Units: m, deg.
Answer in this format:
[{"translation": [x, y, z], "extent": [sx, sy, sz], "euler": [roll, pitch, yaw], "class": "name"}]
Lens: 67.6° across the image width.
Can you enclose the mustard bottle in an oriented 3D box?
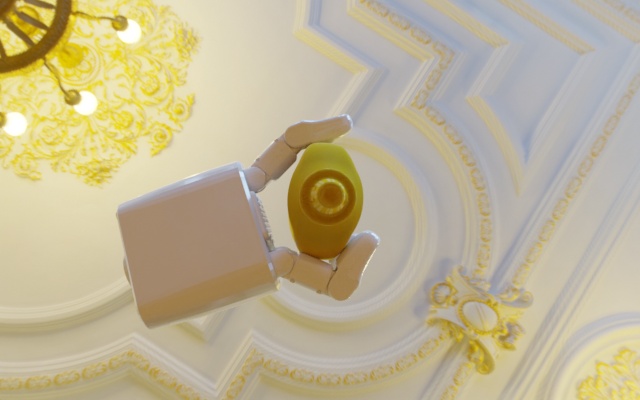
[{"translation": [0.000, 0.001, 0.409], "extent": [0.058, 0.096, 0.191], "euler": [6, -3, -3], "class": "mustard bottle"}]
